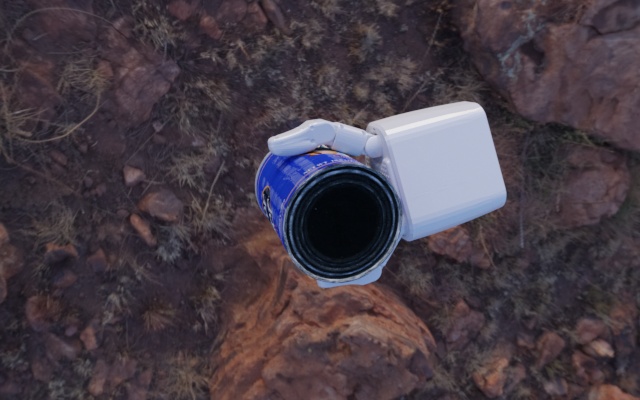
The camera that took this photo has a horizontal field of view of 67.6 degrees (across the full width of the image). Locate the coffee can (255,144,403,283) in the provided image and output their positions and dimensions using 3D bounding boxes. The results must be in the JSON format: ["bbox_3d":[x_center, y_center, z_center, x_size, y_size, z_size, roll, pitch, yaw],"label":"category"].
[{"bbox_3d":[0.000,0.001,0.448,0.103,0.103,0.140,0,16,-17],"label":"coffee can"}]
